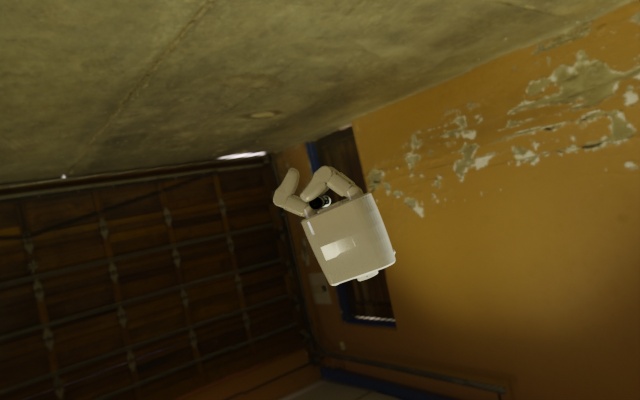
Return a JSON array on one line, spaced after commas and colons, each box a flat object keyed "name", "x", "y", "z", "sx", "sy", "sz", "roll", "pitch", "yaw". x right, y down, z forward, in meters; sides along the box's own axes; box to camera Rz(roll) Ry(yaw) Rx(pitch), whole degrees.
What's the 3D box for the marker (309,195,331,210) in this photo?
[{"name": "marker", "x": 0.000, "y": 0.002, "z": 0.738, "sx": 0.020, "sy": 0.020, "sz": 0.121, "roll": 0, "pitch": 1, "yaw": 7}]
